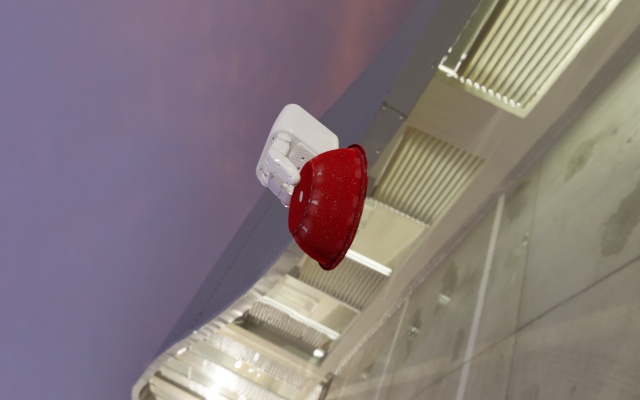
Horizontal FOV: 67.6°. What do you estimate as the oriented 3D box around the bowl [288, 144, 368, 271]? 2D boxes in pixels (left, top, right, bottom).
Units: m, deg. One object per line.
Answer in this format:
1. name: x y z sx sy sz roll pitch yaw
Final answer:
1. bowl: 0.000 0.002 0.584 0.055 0.162 0.162 14 -4 -16
